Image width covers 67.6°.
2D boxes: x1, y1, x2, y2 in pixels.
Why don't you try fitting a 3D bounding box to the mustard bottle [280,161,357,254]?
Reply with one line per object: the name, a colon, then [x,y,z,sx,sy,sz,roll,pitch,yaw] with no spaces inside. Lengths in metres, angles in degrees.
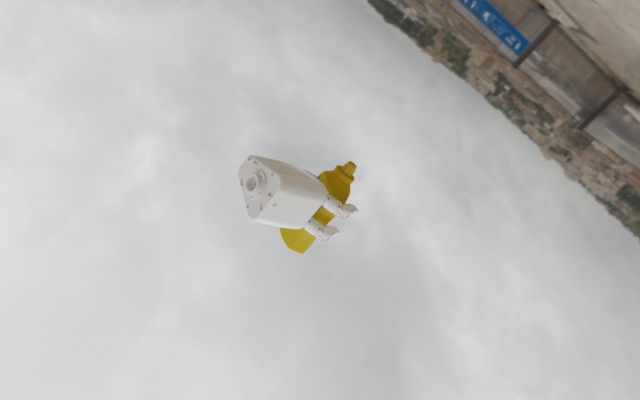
mustard bottle: [0.000,0.003,0.880,0.058,0.192,0.096,28,25,-27]
